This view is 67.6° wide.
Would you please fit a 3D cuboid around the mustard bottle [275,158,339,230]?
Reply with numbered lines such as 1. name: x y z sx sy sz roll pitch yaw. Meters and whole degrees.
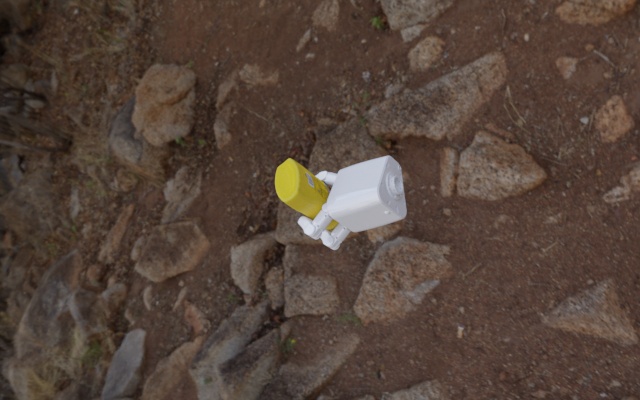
1. mustard bottle: 0.000 0.003 0.893 0.058 0.096 0.192 -38 -47 20
